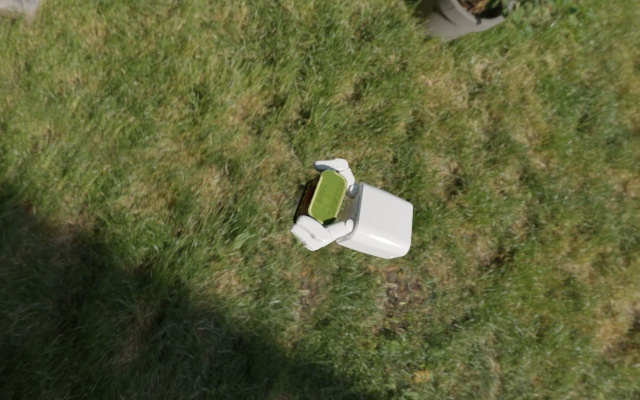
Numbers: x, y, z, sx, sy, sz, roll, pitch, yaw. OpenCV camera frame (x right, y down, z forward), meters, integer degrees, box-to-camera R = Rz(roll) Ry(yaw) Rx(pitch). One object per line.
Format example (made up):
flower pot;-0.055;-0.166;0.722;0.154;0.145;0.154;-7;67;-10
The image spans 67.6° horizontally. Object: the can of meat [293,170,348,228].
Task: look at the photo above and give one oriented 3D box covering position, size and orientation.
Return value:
can of meat;0.000;0.003;0.836;0.057;0.102;0.084;24;-19;-13
